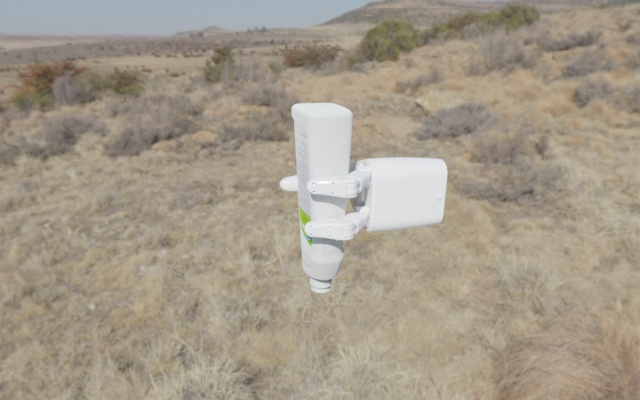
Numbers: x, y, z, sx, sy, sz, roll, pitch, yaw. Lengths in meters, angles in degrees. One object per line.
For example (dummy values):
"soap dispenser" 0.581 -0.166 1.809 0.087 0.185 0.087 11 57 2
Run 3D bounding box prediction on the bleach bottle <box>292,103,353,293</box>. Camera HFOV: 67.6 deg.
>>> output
"bleach bottle" 0.000 0.002 0.640 0.068 0.251 0.102 -4 19 -14
